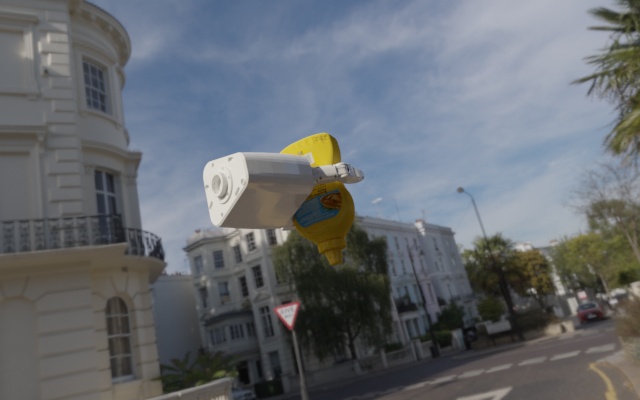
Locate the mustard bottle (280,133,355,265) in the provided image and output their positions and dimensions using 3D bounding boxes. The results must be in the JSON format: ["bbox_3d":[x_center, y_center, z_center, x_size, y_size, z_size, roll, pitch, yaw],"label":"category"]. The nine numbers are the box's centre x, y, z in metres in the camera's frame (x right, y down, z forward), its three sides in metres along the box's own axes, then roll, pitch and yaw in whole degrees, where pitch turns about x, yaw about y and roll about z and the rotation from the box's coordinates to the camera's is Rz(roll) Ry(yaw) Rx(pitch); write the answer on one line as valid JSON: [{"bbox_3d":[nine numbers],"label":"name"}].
[{"bbox_3d":[0.000,0.002,0.712,0.096,0.191,0.058,-21,-19,21],"label":"mustard bottle"}]
